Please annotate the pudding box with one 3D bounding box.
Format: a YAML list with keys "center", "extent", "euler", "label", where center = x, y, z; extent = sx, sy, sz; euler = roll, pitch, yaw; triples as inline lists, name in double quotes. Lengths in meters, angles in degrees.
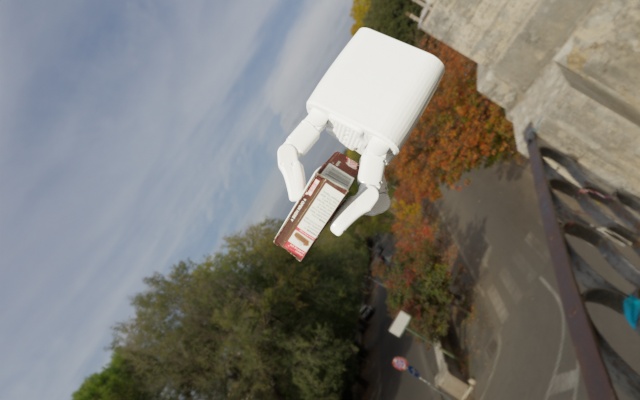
- center: [0.000, 0.002, 0.506]
  extent: [0.039, 0.090, 0.113]
  euler: [33, 20, 2]
  label: "pudding box"
